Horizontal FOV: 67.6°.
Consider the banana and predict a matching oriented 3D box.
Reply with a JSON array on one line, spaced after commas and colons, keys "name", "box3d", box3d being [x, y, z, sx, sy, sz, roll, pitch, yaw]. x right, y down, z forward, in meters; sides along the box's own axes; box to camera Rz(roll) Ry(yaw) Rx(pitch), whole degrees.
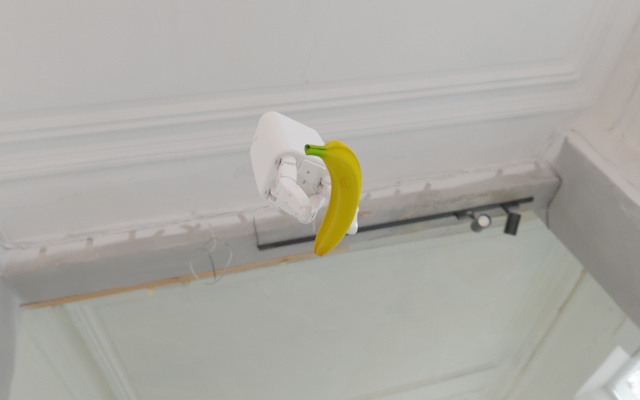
[{"name": "banana", "box3d": [0.018, -0.005, 0.584, 0.069, 0.198, 0.037, -15, 47, -9]}]
